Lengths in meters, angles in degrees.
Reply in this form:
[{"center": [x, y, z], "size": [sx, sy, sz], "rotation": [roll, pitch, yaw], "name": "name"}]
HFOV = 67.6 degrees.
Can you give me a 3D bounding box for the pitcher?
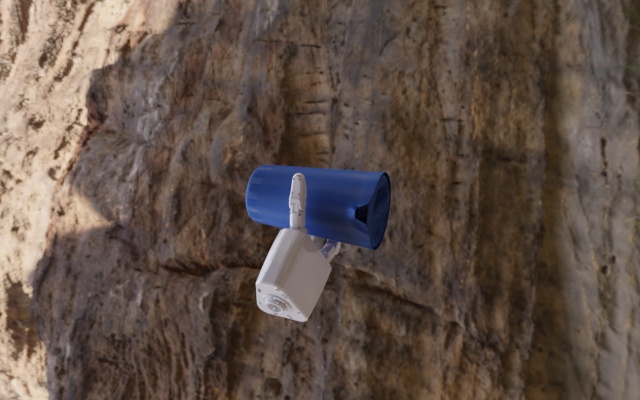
[{"center": [0.000, 0.003, 0.853], "size": [0.243, 0.145, 0.149], "rotation": [9, -37, 21], "name": "pitcher"}]
